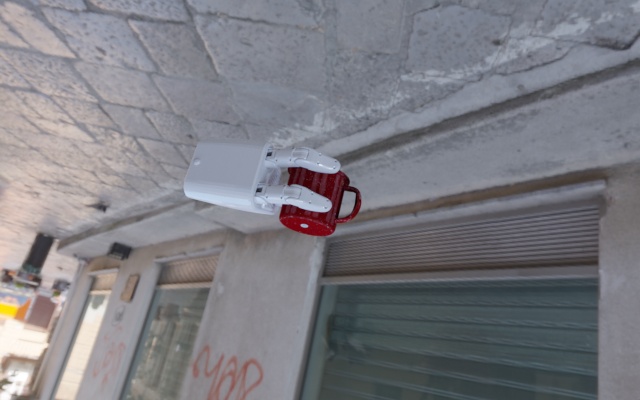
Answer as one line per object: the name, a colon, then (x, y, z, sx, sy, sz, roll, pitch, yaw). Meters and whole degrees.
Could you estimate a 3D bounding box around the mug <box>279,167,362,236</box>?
mug: (0.001, 0.003, 0.675, 0.117, 0.081, 0.093, 7, -20, 17)
